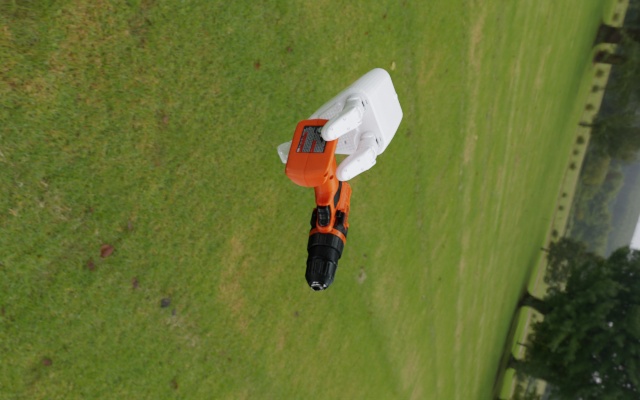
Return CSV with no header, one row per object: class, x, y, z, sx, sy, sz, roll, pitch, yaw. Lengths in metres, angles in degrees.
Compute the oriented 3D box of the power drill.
power drill,0.000,0.002,0.632,0.057,0.184,0.188,2,-39,11
